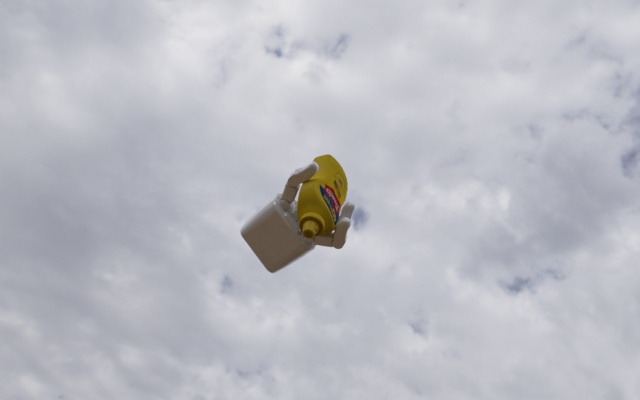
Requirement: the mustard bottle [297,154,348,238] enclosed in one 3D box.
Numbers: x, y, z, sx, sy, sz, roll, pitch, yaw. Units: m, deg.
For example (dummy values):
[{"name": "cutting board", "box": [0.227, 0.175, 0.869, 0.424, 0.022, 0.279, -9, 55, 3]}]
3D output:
[{"name": "mustard bottle", "box": [0.000, 0.002, 0.820, 0.058, 0.096, 0.191, -12, 28, 21]}]
